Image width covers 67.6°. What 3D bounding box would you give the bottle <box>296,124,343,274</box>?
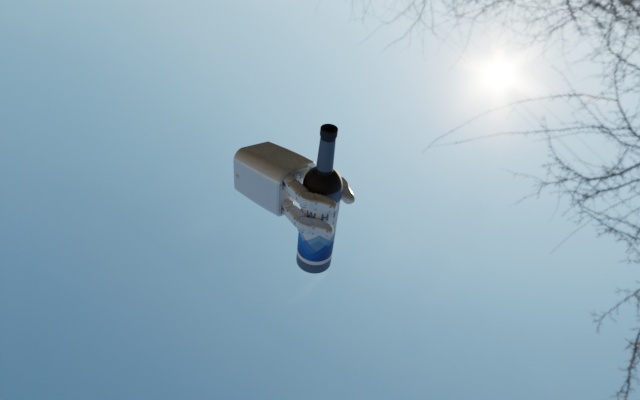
[{"bbox_3d":[0.000,0.003,0.813,0.069,0.296,0.069,4,40,-3],"label":"bottle"}]
